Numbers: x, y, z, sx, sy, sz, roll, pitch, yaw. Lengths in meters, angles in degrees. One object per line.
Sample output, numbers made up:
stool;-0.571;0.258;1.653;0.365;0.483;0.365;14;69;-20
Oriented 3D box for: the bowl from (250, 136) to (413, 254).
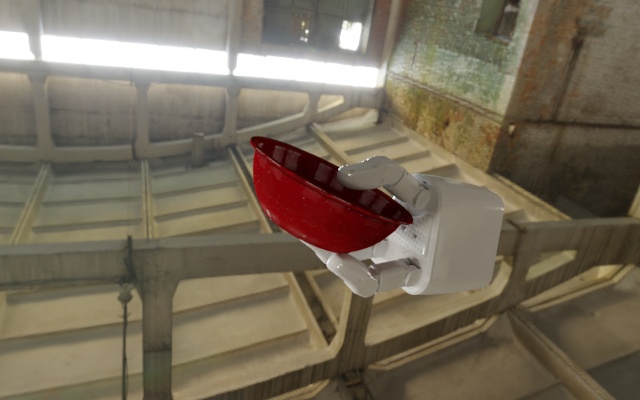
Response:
bowl;-0.001;0.001;0.433;0.162;0.055;0.162;26;11;-6
